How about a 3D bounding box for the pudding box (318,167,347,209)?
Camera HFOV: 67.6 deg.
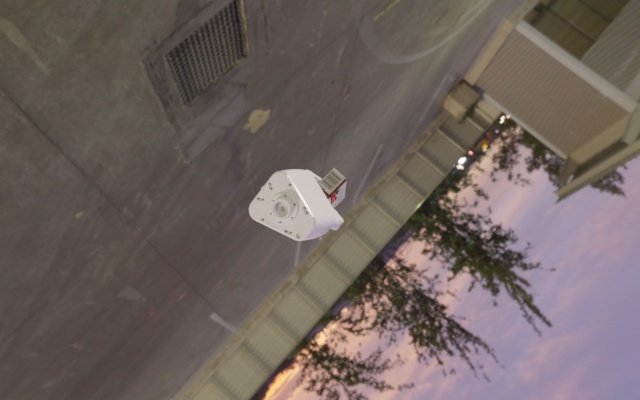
[{"bbox_3d":[0.000,0.003,0.898,0.039,0.113,0.090,43,-15,15],"label":"pudding box"}]
